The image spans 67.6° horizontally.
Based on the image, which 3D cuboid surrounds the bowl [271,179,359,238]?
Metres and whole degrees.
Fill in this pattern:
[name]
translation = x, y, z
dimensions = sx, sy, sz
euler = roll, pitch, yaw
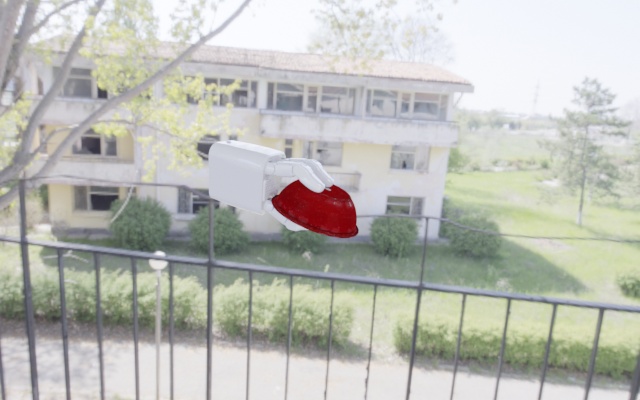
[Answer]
[bowl]
translation = 0.002, 0.003, 0.822
dimensions = 0.162, 0.055, 0.162
euler = 20, 17, -6
